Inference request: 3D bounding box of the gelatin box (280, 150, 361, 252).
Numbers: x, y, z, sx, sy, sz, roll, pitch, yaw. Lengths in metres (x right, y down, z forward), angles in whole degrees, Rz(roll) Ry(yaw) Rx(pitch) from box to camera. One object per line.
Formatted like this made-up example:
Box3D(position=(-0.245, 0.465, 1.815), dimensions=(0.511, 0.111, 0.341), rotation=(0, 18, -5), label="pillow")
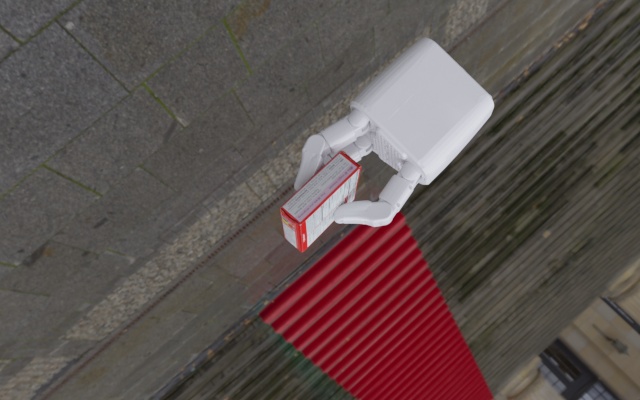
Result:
Box3D(position=(0.000, 0.002, 0.482), dimensions=(0.030, 0.089, 0.073), rotation=(39, -20, 17), label="gelatin box")
